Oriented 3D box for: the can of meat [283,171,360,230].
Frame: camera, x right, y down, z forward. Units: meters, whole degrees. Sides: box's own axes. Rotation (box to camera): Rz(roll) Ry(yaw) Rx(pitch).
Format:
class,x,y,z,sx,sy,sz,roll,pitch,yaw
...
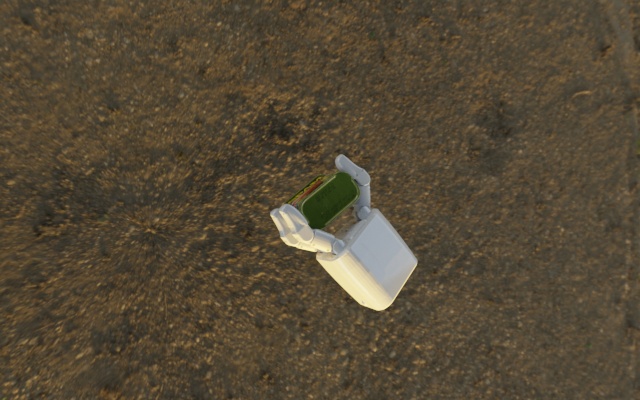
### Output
class,x,y,z,sx,sy,sz,roll,pitch,yaw
can of meat,0.000,0.002,0.706,0.102,0.057,0.084,-40,10,-17
